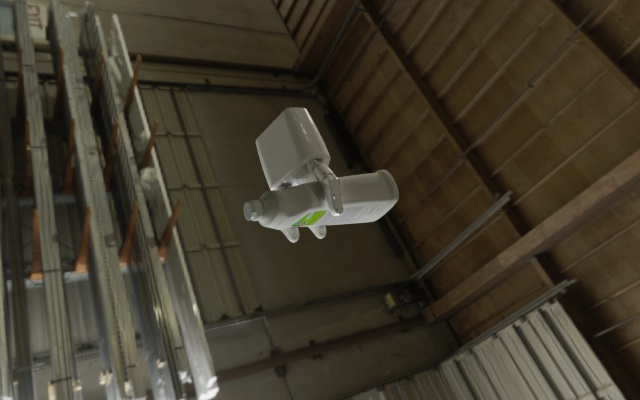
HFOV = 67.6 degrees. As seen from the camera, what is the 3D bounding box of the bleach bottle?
[{"bbox_3d":[0.000,0.003,0.770,0.251,0.068,0.103,-5,-29,-33],"label":"bleach bottle"}]
